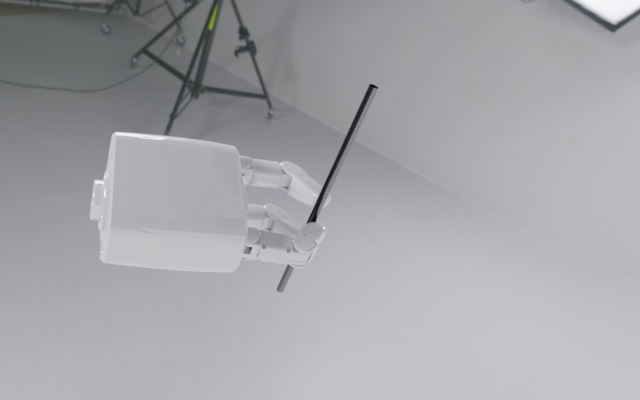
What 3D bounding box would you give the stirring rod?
[{"bbox_3d":[0.000,0.002,0.448,0.011,0.240,0.011,18,32,-11],"label":"stirring rod"}]
